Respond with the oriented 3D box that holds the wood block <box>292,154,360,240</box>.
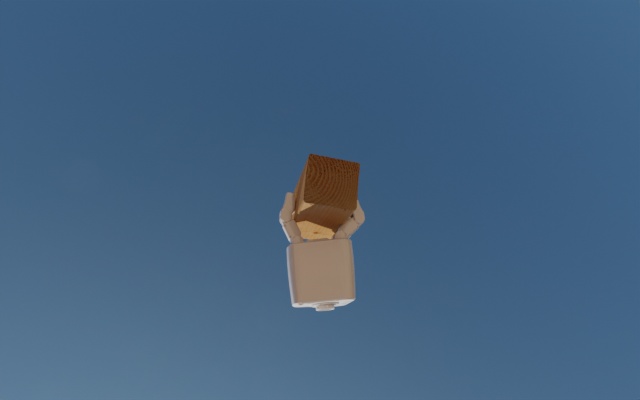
[{"bbox_3d":[0.000,0.003,0.879,0.091,0.090,0.206,9,-21,-9],"label":"wood block"}]
